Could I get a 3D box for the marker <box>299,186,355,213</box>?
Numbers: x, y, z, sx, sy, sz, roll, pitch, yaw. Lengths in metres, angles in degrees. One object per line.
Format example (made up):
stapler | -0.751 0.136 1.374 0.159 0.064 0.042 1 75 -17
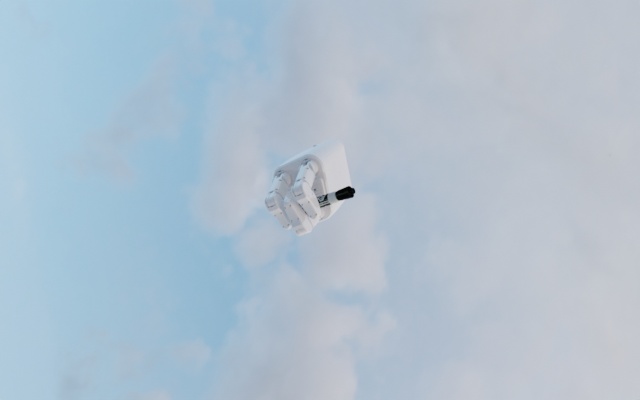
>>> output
marker | 0.000 0.002 0.727 0.121 0.020 0.020 -19 -10 31
